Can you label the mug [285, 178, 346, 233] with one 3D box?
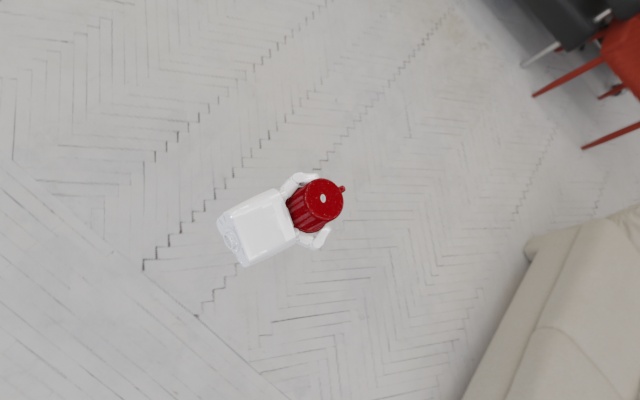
[{"bbox_3d":[0.001,0.002,0.896,0.117,0.093,0.081,-27,-3,-30],"label":"mug"}]
